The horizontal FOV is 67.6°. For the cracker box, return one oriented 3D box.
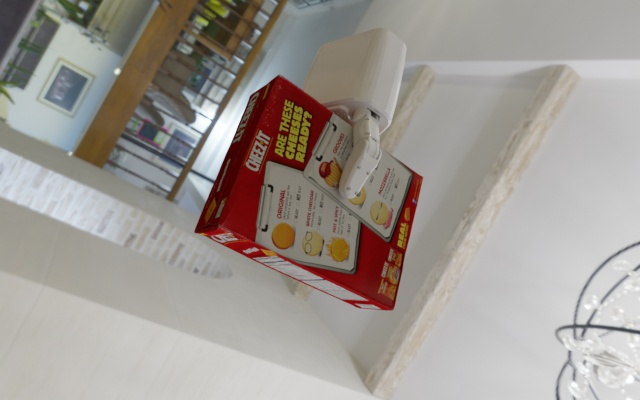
[{"bbox_3d":[0.000,0.002,0.500,0.214,0.164,0.072,30,-25,-28],"label":"cracker box"}]
